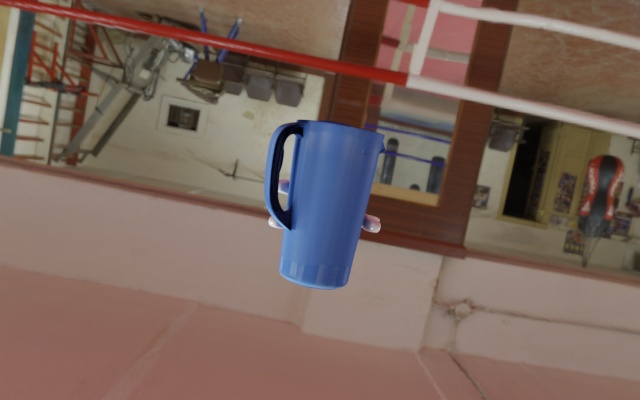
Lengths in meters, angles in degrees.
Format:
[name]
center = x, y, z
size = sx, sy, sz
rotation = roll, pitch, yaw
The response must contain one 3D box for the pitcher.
[pitcher]
center = 0.000, 0.002, 0.715
size = 0.149, 0.243, 0.145
rotation = 12, 5, 13
